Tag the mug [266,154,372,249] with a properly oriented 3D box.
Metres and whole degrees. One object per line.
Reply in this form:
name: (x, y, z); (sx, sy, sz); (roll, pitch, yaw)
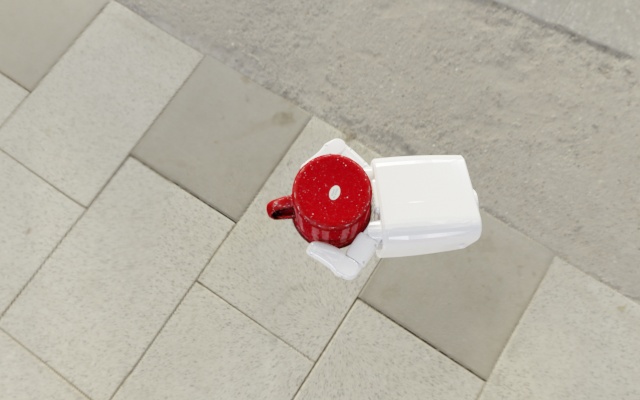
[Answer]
mug: (-0.001, 0.002, 0.512); (0.117, 0.093, 0.081); (-6, -15, -1)
